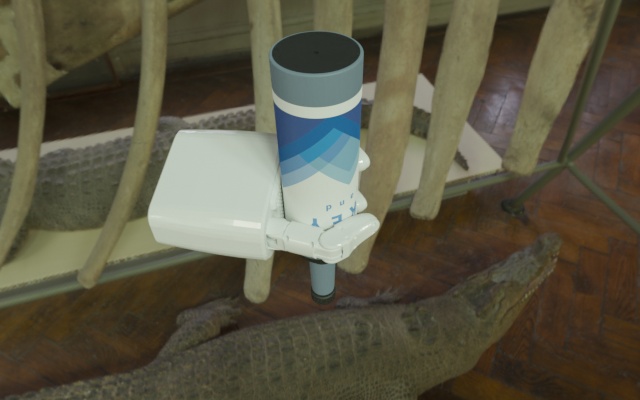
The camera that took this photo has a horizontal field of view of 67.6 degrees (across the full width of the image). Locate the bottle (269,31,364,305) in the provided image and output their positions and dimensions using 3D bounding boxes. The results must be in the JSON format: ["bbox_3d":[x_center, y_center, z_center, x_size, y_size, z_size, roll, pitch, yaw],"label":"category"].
[{"bbox_3d":[0.000,0.001,0.435,0.069,0.296,0.069,-1,44,1],"label":"bottle"}]
